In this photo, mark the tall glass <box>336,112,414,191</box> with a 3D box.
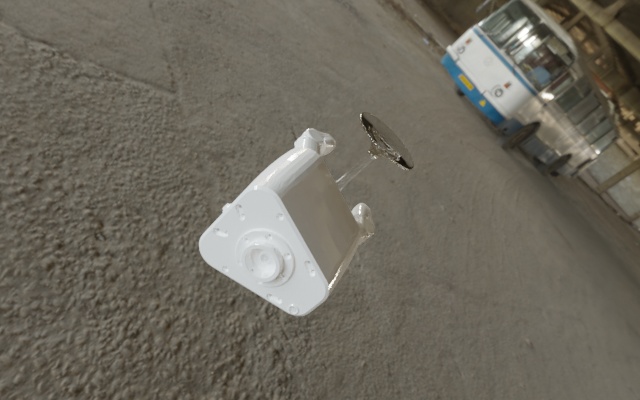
[{"bbox_3d":[0.001,0.001,0.511,0.201,0.079,0.079,-43,-22,26],"label":"tall glass"}]
